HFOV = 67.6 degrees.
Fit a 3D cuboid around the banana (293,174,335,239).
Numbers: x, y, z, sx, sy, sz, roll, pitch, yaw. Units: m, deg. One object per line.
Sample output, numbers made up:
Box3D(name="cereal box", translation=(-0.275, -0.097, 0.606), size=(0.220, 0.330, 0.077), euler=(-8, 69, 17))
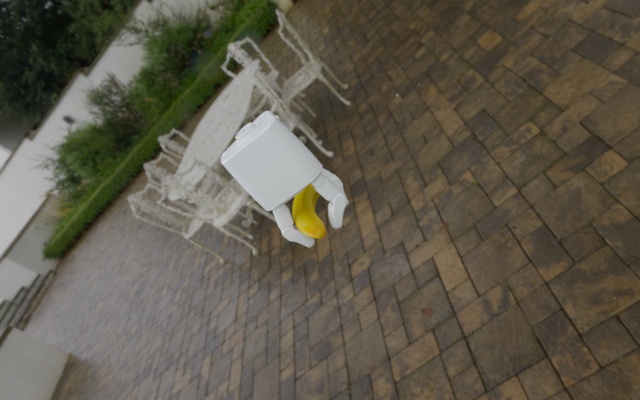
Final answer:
Box3D(name="banana", translation=(-0.015, 0.008, 0.794), size=(0.069, 0.037, 0.197), euler=(-25, 25, 21))
